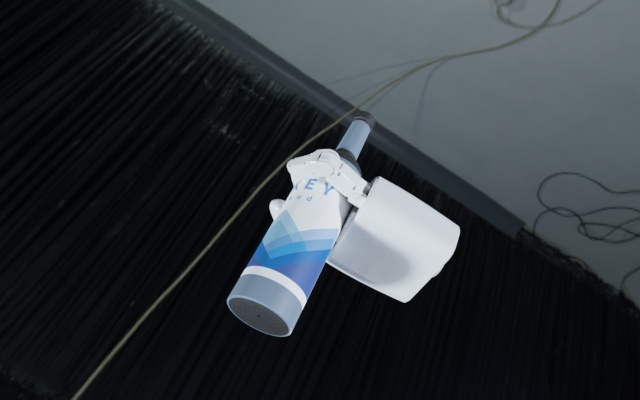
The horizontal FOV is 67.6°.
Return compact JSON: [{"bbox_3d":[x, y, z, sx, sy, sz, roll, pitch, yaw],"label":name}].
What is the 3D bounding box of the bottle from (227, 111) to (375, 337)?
[{"bbox_3d":[0.000,0.002,0.523,0.069,0.295,0.069,18,-37,14],"label":"bottle"}]
